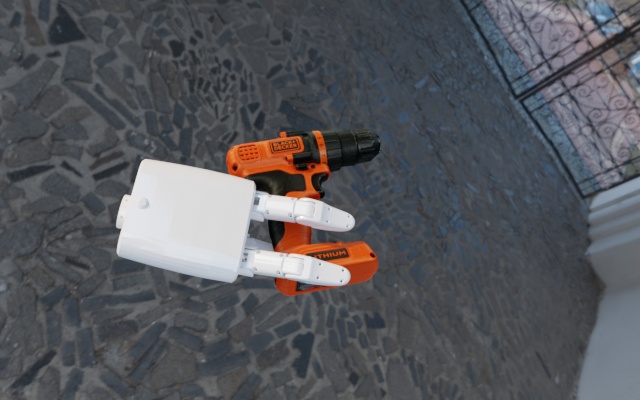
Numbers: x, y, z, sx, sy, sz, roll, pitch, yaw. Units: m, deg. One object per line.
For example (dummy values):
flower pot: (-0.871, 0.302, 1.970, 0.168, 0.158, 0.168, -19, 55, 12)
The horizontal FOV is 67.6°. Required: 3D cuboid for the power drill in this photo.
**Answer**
power drill: (0.000, 0.002, 0.527, 0.184, 0.187, 0.057, -11, -33, -10)
